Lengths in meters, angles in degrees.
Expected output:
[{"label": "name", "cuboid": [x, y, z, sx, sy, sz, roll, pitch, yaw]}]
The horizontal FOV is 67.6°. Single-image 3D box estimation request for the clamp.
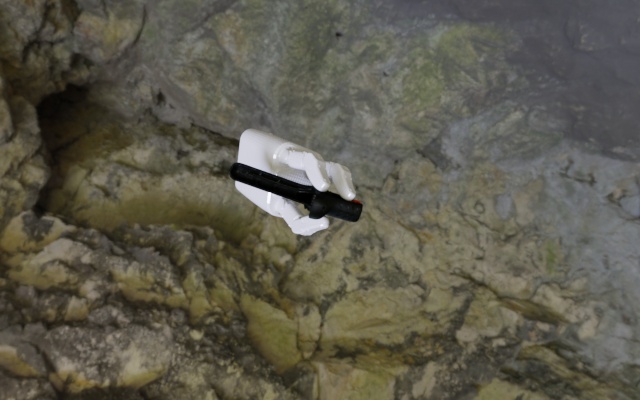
[{"label": "clamp", "cuboid": [0.000, 0.003, 0.648, 0.210, 0.036, 0.164, 16, 8, -45]}]
